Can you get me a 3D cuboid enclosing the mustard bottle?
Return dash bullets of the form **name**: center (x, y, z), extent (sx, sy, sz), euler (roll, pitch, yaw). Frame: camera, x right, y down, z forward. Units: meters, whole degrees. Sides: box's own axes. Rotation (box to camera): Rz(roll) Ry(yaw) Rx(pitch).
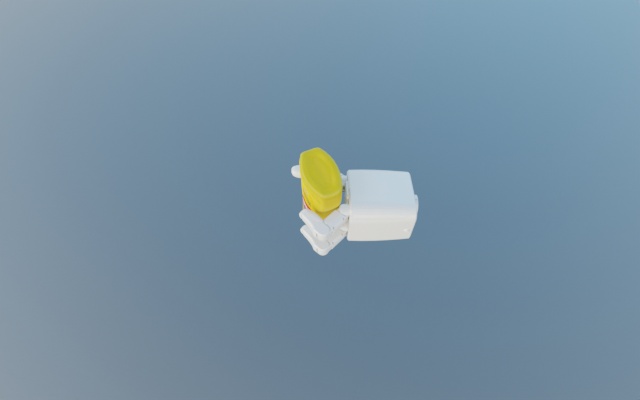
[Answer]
- **mustard bottle**: center (0.000, 0.003, 0.807), extent (0.058, 0.096, 0.192), euler (-21, -28, -12)
